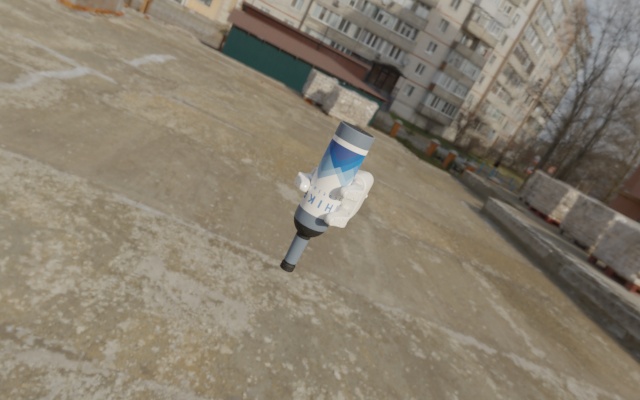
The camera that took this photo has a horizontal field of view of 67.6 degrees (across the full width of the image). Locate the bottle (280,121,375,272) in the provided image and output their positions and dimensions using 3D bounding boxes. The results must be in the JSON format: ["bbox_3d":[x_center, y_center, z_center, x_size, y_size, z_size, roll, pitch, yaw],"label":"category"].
[{"bbox_3d":[0.000,0.003,0.866,0.069,0.296,0.069,25,16,-8],"label":"bottle"}]
